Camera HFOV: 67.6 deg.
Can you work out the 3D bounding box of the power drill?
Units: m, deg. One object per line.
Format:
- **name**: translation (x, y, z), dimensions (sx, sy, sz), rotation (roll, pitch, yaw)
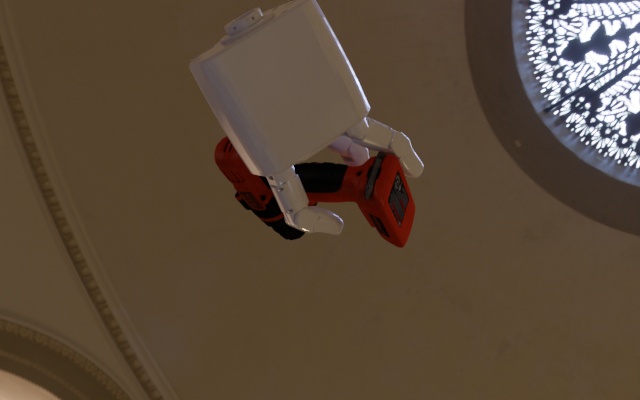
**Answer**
- **power drill**: translation (0.000, 0.002, 0.508), dimensions (0.187, 0.057, 0.184), rotation (6, -27, 26)
